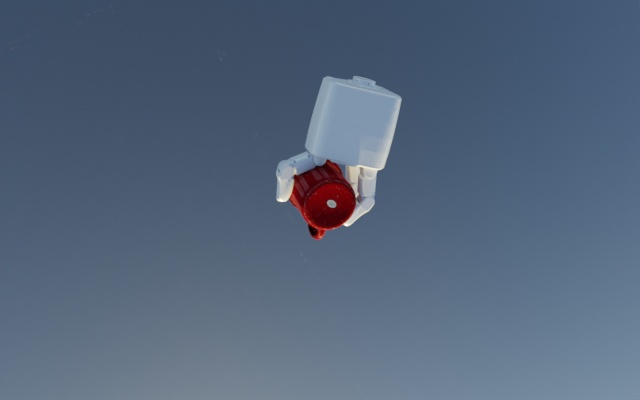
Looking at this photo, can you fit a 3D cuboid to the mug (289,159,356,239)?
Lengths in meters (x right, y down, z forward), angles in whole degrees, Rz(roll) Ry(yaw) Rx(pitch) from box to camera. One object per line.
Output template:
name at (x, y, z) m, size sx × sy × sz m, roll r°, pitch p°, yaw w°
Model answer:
mug at (0.000, 0.004, 0.707) m, size 0.093 × 0.117 × 0.081 m, roll 5°, pitch 22°, yaw -19°
